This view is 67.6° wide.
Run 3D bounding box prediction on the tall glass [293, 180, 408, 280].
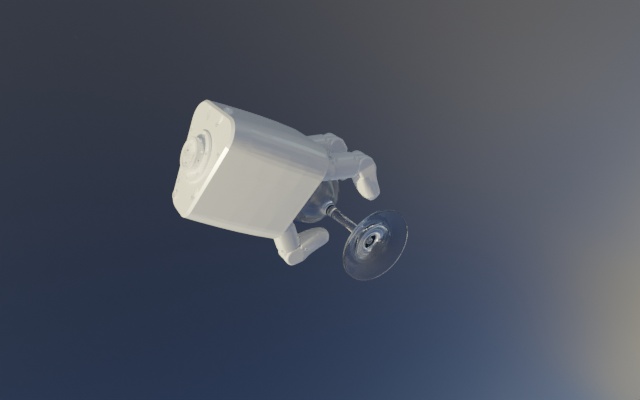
[{"bbox_3d":[0.001,0.002,0.517,0.079,0.079,0.201,0,24,-35],"label":"tall glass"}]
